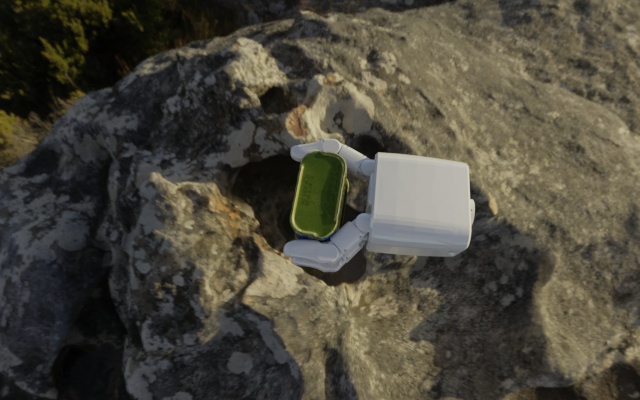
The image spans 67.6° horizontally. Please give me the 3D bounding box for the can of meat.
[{"bbox_3d":[0.000,0.002,0.550,0.057,0.102,0.084,8,-13,5],"label":"can of meat"}]
